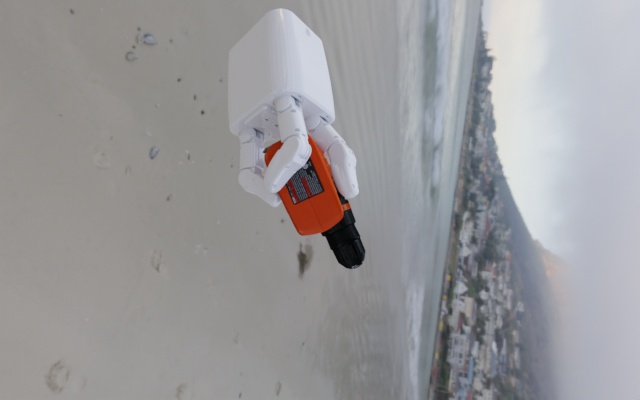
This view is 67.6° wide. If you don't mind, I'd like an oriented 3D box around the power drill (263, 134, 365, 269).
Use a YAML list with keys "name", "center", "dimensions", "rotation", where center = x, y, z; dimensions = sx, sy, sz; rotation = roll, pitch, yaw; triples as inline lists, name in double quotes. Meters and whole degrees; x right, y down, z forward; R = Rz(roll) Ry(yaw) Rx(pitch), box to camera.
- name: "power drill"
  center: [0.000, 0.002, 0.569]
  dimensions: [0.057, 0.184, 0.187]
  rotation: [-26, -6, 4]
